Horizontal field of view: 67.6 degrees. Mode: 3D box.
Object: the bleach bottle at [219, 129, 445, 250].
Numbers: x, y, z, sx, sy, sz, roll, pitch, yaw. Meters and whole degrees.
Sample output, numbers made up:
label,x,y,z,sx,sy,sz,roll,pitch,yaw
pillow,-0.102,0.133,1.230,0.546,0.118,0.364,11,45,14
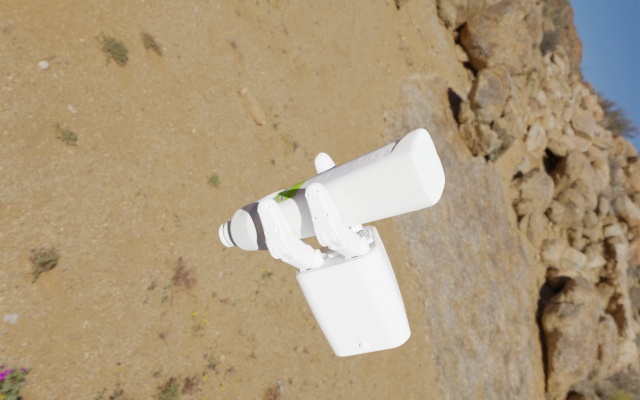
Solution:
label,x,y,z,sx,sy,sz,roll,pitch,yaw
bleach bottle,0.000,0.002,0.515,0.251,0.068,0.102,-19,12,25
